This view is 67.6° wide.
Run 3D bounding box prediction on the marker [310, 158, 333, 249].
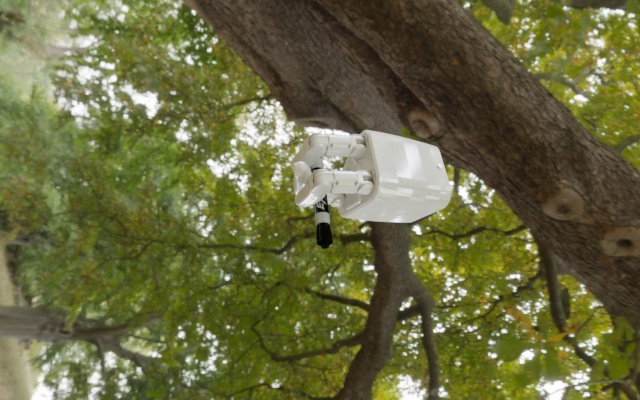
[{"bbox_3d":[0.000,0.002,0.572,0.020,0.121,0.020,-5,-32,-3],"label":"marker"}]
